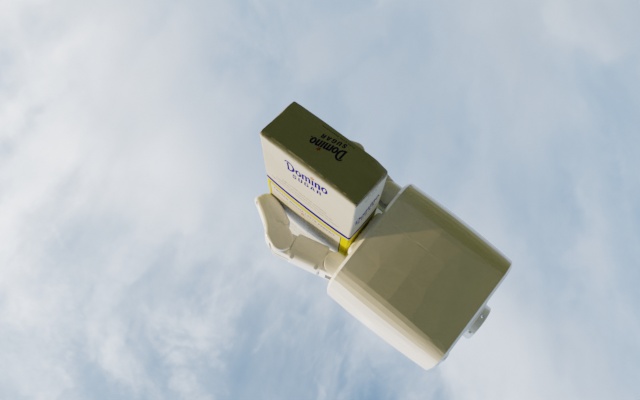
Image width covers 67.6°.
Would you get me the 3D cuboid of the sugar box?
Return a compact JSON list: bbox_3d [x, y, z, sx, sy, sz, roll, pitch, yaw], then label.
[{"bbox_3d":[0.001,0.001,0.415,0.093,0.048,0.176,38,-23,14],"label":"sugar box"}]
